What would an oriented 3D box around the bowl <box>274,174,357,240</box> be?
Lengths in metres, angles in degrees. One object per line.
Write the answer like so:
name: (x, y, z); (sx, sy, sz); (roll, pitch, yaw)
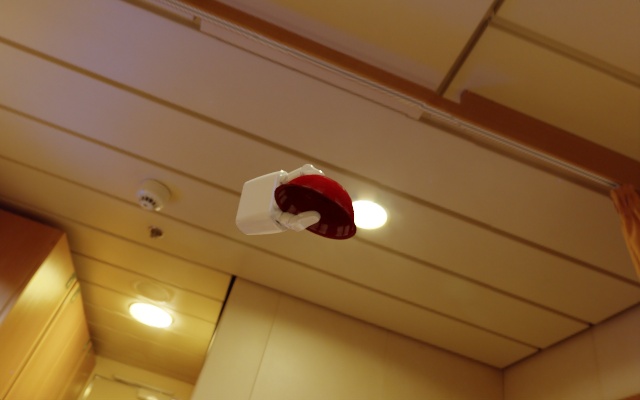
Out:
bowl: (0.001, 0.003, 0.854); (0.162, 0.055, 0.162); (23, -28, 12)
